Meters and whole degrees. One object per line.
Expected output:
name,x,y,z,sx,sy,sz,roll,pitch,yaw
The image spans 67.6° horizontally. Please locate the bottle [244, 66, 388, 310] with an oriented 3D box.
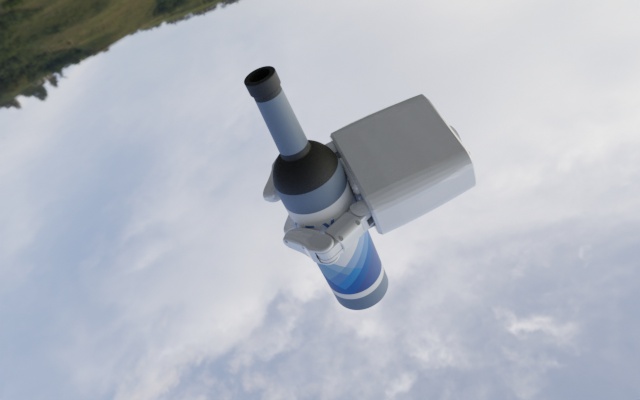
bottle,0.000,0.002,0.474,0.069,0.069,0.296,0,-43,27
